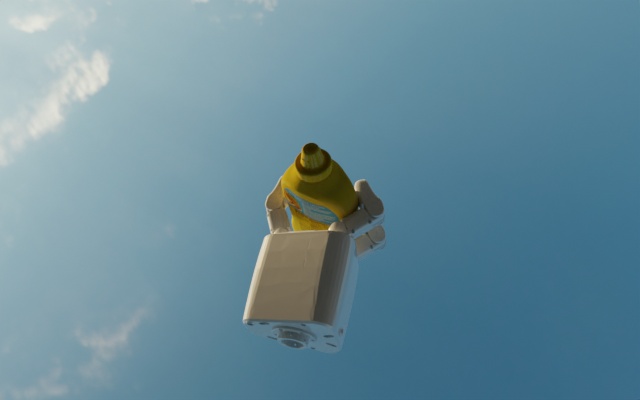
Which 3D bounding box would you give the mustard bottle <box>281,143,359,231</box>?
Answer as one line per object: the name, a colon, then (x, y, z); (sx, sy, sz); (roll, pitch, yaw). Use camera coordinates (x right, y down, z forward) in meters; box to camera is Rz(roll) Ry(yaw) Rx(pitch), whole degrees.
mustard bottle: (0.000, 0.002, 0.573); (0.096, 0.058, 0.192); (27, -27, 25)
